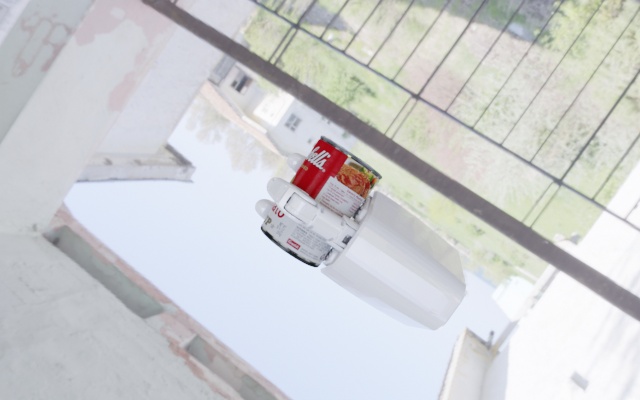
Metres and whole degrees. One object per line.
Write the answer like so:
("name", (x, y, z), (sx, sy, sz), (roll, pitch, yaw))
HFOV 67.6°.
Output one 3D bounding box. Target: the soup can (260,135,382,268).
("soup can", (-0.001, 0.001, 0.438), (0.068, 0.102, 0.068), (34, 3, -2))
